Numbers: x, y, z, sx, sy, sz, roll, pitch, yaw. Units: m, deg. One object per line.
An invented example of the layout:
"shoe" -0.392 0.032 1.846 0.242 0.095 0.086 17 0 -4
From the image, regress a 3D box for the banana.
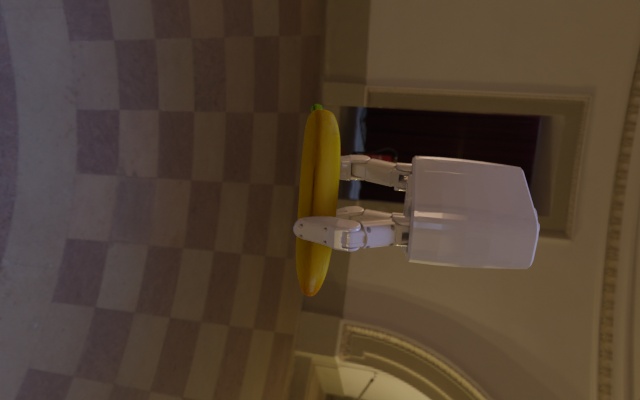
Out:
"banana" -0.001 -0.003 0.461 0.037 0.198 0.069 4 -3 4
